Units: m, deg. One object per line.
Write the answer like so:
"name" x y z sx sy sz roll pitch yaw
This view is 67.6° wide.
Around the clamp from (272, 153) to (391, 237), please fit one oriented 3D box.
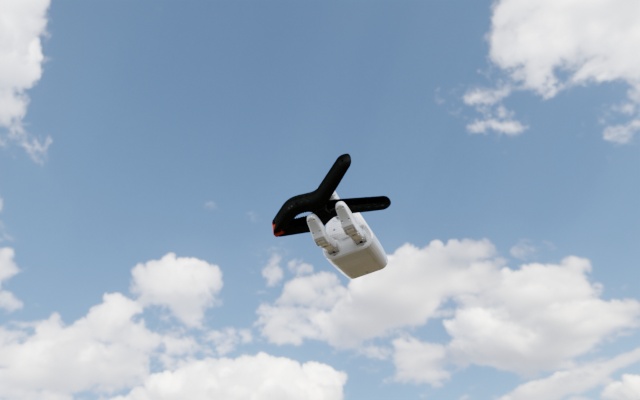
"clamp" 0.000 0.002 0.819 0.210 0.036 0.165 -23 -39 14
